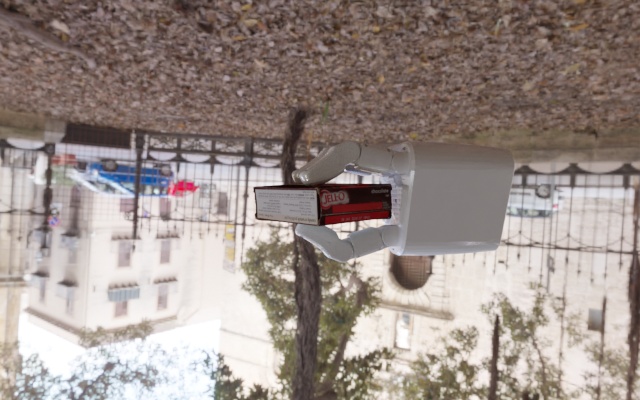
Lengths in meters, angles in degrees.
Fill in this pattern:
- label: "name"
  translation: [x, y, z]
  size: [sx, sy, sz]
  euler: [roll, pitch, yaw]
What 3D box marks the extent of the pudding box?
- label: "pudding box"
  translation: [0.000, 0.002, 0.468]
  size: [0.090, 0.039, 0.113]
  euler: [-3, 1, -38]
